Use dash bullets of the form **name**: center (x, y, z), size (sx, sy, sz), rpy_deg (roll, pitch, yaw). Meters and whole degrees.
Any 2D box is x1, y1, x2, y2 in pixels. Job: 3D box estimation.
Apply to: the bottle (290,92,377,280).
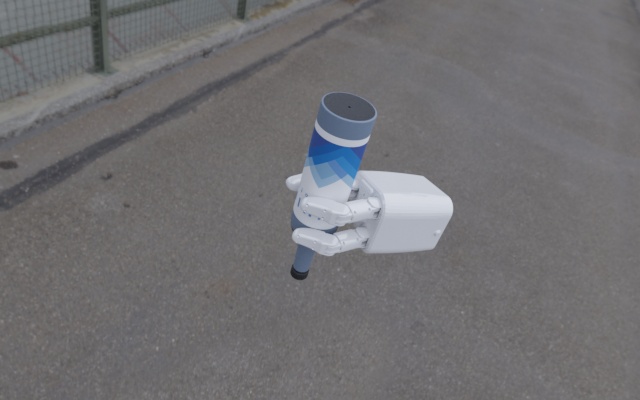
- **bottle**: center (0.000, 0.002, 0.639), size (0.069, 0.296, 0.069), rpy_deg (10, 39, -8)
